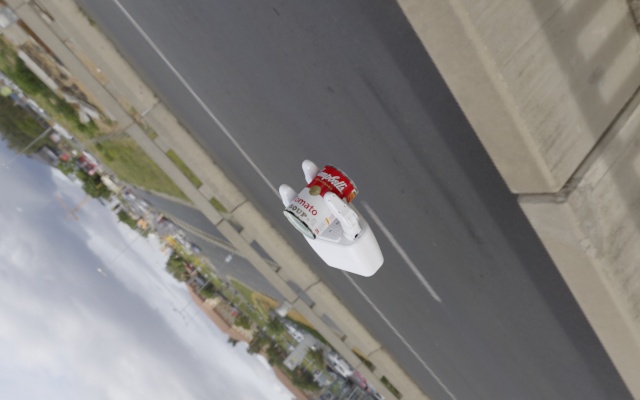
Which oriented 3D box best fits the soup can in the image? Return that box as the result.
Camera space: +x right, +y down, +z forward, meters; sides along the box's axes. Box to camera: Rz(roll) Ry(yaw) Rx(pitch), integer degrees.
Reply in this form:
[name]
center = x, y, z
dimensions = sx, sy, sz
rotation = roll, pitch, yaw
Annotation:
[soup can]
center = 0.000, 0.002, 0.742
dimensions = 0.068, 0.102, 0.068
rotation = 40, -14, 12
